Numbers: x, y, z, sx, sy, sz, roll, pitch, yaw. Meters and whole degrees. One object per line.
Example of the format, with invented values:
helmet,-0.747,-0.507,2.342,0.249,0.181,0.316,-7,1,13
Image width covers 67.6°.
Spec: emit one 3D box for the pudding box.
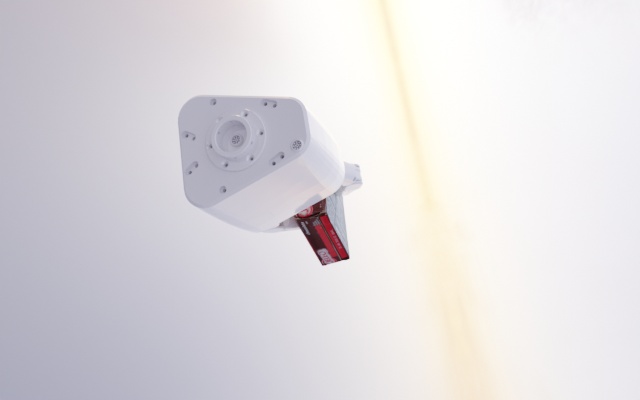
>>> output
pudding box,0.000,0.002,0.531,0.039,0.113,0.090,-13,-43,12
